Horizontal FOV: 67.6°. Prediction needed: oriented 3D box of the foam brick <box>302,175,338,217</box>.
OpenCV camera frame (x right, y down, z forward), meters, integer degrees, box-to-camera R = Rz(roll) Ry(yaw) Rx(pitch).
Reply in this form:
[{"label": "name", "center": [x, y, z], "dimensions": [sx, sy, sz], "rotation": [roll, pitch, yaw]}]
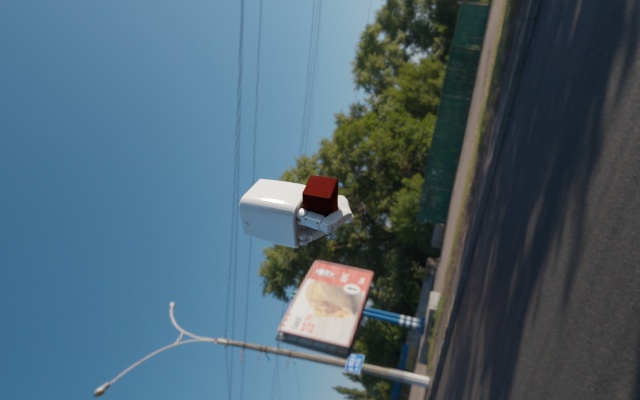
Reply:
[{"label": "foam brick", "center": [0.000, 0.002, 0.837], "dimensions": [0.051, 0.078, 0.053], "rotation": [12, 45, 13]}]
